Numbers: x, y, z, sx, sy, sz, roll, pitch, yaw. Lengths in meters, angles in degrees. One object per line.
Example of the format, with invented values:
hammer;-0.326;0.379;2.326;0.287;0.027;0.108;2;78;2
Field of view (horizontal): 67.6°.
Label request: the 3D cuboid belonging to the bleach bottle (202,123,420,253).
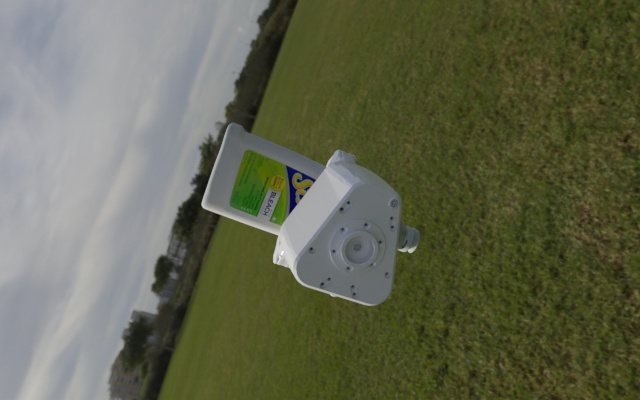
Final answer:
bleach bottle;0.000;0.002;0.549;0.251;0.102;0.068;19;8;-12
